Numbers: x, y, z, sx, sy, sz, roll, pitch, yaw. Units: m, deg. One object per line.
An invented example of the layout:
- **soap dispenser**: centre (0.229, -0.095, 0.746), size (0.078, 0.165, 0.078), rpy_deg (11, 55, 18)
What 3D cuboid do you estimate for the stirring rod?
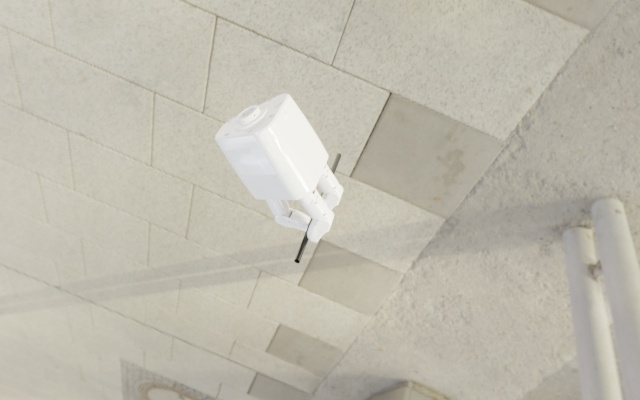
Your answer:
- **stirring rod**: centre (0.000, 0.002, 0.727), size (0.011, 0.011, 0.239), rpy_deg (0, 42, 21)
